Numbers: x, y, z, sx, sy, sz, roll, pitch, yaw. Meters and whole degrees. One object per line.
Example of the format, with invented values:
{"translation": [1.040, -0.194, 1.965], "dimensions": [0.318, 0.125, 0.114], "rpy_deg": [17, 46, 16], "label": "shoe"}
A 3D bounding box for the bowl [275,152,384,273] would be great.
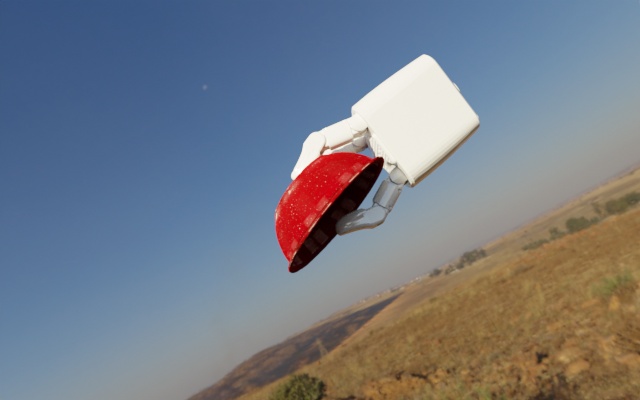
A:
{"translation": [-0.001, 0.002, 0.528], "dimensions": [0.055, 0.162, 0.162], "rpy_deg": [38, 9, 12], "label": "bowl"}
